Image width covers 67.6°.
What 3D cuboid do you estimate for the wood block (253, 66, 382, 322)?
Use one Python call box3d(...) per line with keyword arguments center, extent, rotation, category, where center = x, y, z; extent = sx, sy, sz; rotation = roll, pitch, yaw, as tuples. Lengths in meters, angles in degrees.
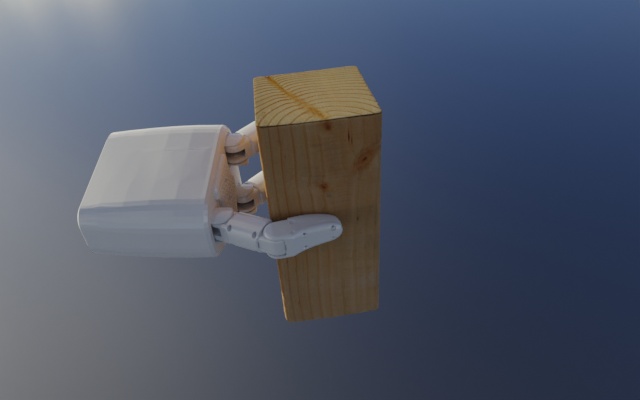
box3d(center=(0.000, 0.002, 0.421), extent=(0.090, 0.206, 0.090), rotation=(-7, 37, -4), category="wood block")
